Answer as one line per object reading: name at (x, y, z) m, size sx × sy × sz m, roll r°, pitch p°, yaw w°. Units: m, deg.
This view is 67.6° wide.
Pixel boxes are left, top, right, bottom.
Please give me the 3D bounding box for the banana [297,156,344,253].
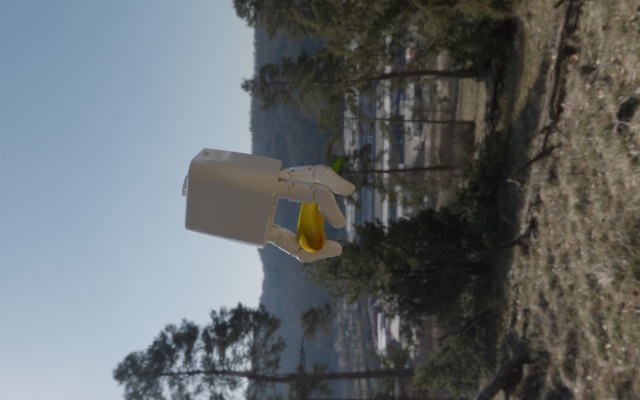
banana at (-0.006, 0.013, 0.655) m, size 0.037 × 0.070 × 0.197 m, roll 22°, pitch 39°, yaw -7°
